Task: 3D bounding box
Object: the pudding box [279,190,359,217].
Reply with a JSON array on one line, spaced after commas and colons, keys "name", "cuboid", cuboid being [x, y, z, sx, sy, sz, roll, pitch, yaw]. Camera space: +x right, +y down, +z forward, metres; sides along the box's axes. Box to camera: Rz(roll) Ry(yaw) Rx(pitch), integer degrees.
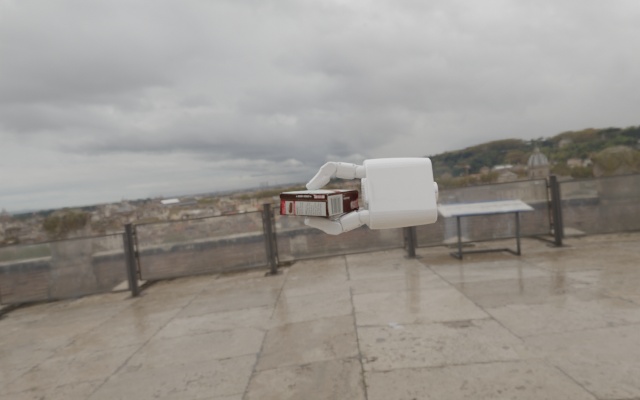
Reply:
[{"name": "pudding box", "cuboid": [0.000, 0.002, 0.775, 0.090, 0.039, 0.113, 0, 3, 29]}]
